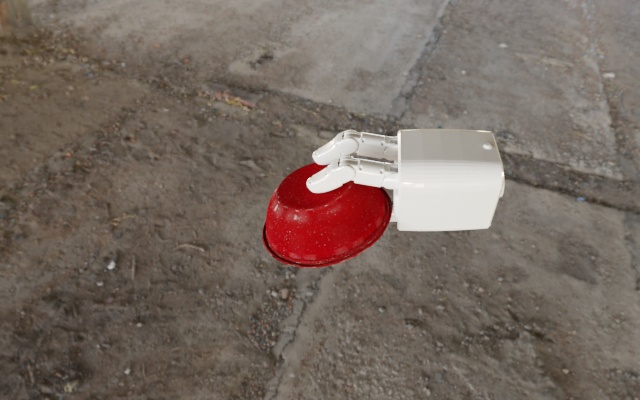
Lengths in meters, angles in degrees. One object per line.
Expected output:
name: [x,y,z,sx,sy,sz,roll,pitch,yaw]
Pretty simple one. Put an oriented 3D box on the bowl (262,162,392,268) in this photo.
bowl: [-0.001,0.002,0.561,0.162,0.055,0.162,-12,37,9]
